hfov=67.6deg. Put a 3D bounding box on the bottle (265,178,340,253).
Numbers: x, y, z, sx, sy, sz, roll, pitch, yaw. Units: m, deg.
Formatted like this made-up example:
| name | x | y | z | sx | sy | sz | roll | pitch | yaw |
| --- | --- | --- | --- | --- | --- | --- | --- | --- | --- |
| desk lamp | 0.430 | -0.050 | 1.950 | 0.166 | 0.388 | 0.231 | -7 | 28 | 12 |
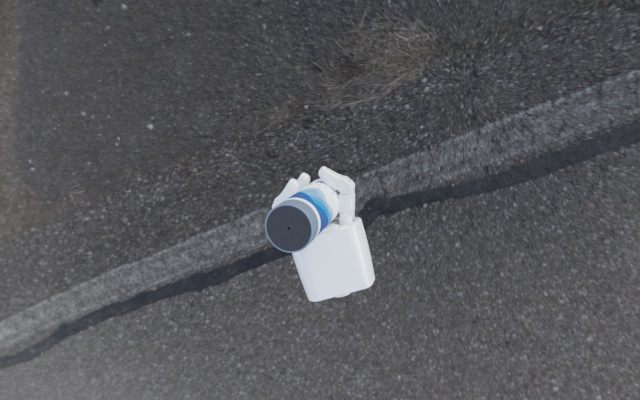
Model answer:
| name | x | y | z | sx | sy | sz | roll | pitch | yaw |
| --- | --- | --- | --- | --- | --- | --- | --- | --- | --- |
| bottle | 0.000 | 0.002 | 0.751 | 0.069 | 0.069 | 0.295 | 0 | 13 | 17 |
